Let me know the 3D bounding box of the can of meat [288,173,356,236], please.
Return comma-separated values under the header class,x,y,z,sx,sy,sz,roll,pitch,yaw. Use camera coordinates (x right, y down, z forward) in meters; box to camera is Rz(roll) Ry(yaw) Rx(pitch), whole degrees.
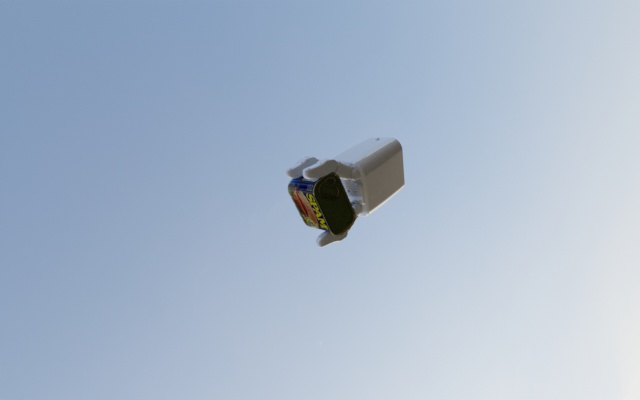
class,x,y,z,sx,sy,sz,roll,pitch,yaw
can of meat,0.000,0.003,0.799,0.057,0.102,0.084,-37,26,-27
